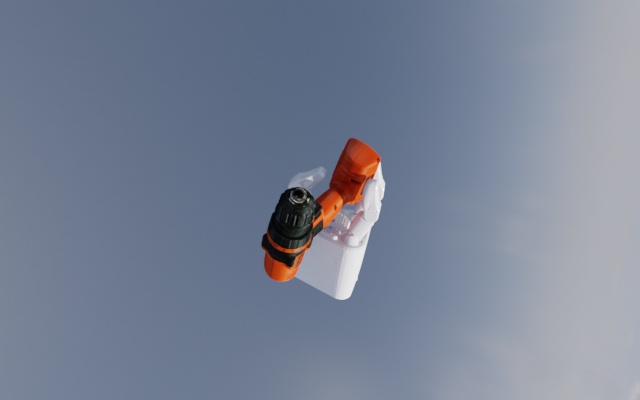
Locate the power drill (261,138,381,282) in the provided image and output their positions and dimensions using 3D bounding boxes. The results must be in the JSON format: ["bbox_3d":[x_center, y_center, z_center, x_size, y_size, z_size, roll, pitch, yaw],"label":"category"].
[{"bbox_3d":[0.000,0.002,0.605,0.187,0.057,0.184,-45,-13,-32],"label":"power drill"}]
